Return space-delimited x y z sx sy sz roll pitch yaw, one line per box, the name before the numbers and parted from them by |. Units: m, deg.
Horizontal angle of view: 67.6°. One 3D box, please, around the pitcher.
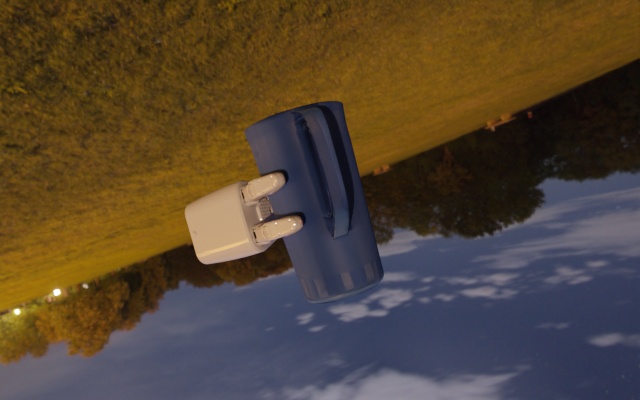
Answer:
pitcher | 0.000 0.002 0.610 0.145 0.243 0.149 -18 -1 30
